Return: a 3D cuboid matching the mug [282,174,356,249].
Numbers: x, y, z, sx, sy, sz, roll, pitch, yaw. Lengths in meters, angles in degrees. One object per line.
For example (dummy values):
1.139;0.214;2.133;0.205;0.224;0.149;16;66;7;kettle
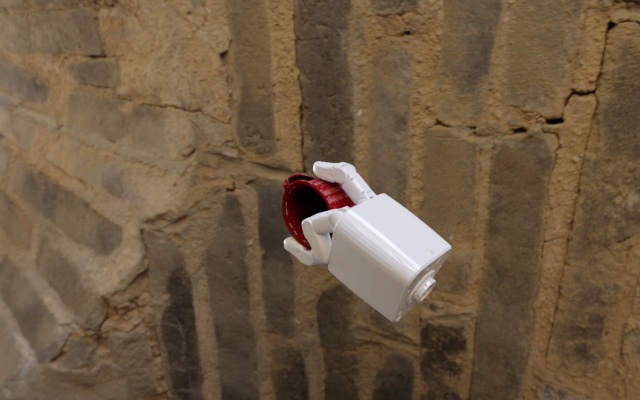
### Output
-0.001;0.001;0.651;0.117;0.093;0.081;39;39;26;mug
